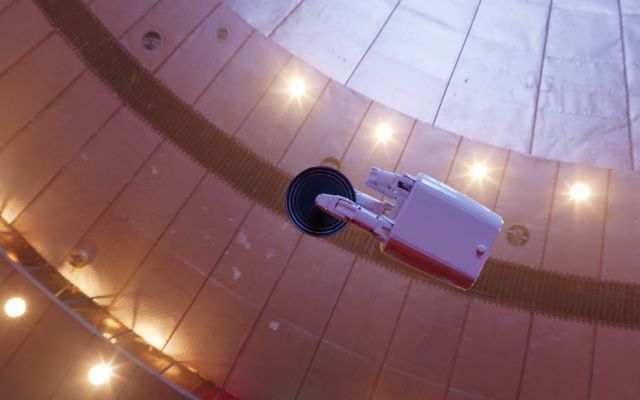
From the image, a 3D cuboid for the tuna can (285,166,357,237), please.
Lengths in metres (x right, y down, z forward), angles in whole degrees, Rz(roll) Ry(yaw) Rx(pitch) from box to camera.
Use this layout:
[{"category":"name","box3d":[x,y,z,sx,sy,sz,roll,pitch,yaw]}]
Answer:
[{"category":"tuna can","box3d":[0.000,0.002,0.587,0.086,0.086,0.034,0,-2,-1]}]
